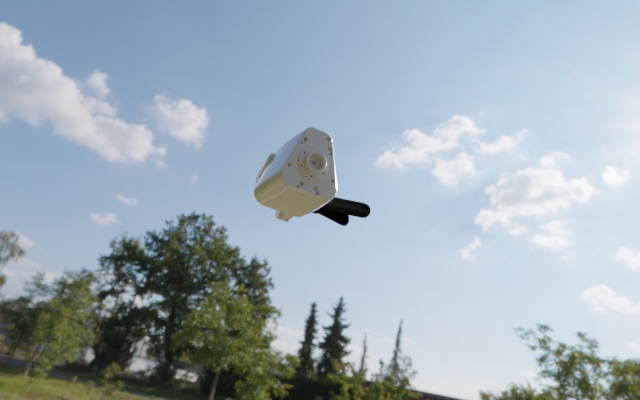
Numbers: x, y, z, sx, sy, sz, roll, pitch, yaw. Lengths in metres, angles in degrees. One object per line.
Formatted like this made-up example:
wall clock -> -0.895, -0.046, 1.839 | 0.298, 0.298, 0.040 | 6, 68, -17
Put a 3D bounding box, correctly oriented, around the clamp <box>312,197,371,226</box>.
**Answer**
clamp -> 0.000, 0.002, 0.823 | 0.171, 0.039, 0.120 | 20, -21, -21
